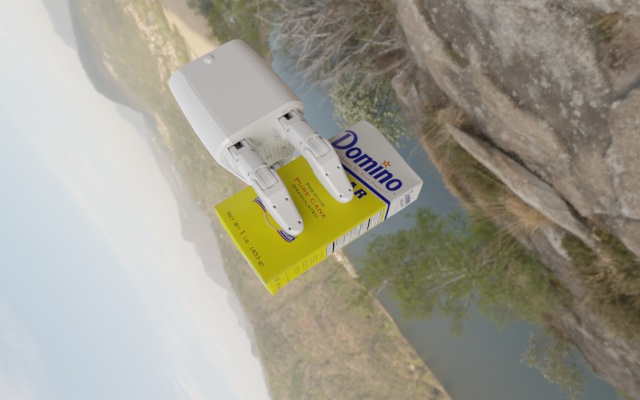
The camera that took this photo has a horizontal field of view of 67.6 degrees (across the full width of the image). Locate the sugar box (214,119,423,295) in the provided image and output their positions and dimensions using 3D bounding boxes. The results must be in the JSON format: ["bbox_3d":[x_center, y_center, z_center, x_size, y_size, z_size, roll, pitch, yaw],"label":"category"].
[{"bbox_3d":[0.000,0.001,0.456,0.176,0.093,0.048,-34,-21,-12],"label":"sugar box"}]
